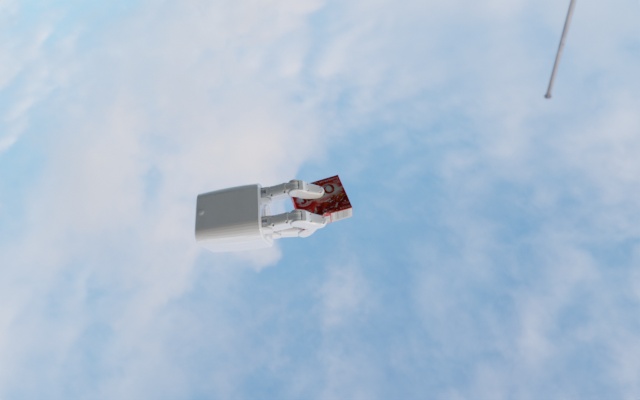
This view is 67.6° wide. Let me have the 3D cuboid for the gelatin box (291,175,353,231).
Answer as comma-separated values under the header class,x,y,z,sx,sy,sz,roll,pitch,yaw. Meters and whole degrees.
class,x,y,z,sx,sy,sz,roll,pitch,yaw
gelatin box,0.000,0.003,0.792,0.089,0.073,0.030,-16,-35,-8
